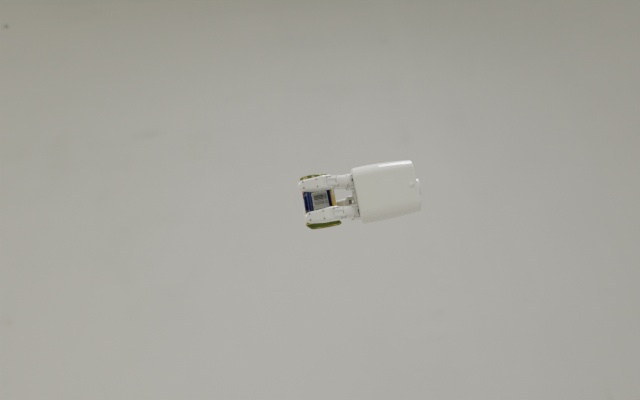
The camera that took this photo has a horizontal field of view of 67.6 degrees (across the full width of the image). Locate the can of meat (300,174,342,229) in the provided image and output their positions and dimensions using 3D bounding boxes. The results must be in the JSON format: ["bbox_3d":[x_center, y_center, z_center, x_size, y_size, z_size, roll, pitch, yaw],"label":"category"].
[{"bbox_3d":[0.000,0.002,0.850,0.057,0.084,0.102,-11,-9,5],"label":"can of meat"}]
